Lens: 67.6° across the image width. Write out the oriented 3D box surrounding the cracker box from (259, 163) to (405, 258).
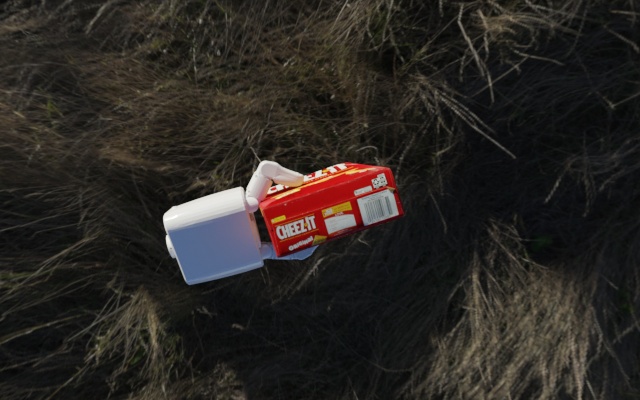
[{"bbox_3d":[0.000,0.002,0.661,0.164,0.072,0.213,-18,9,-7],"label":"cracker box"}]
